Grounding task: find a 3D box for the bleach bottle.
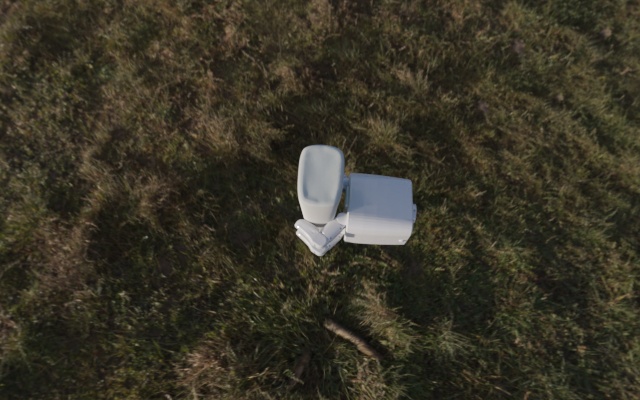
[{"bbox_3d":[0.000,0.003,0.814,0.068,0.102,0.251,5,-18,1],"label":"bleach bottle"}]
